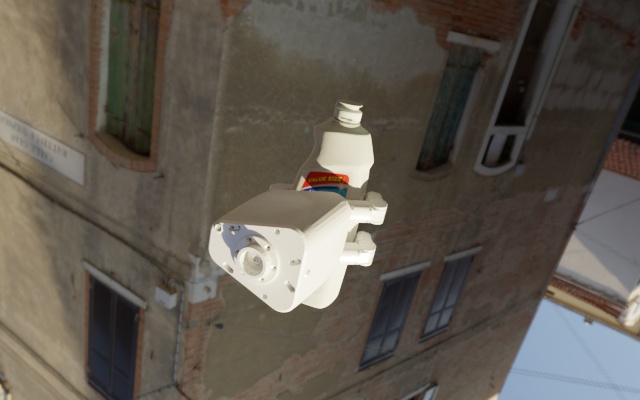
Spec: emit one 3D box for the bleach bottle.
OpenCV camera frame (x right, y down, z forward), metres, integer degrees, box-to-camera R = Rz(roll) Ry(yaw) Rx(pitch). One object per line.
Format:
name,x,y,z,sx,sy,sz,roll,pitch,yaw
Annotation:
bleach bottle,0.000,0.002,0.579,0.102,0.251,0.068,21,23,19
